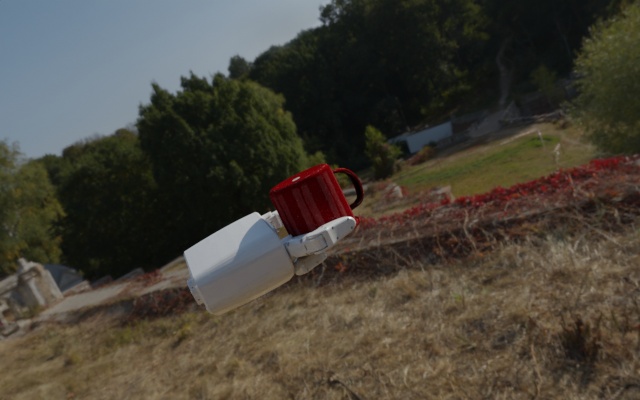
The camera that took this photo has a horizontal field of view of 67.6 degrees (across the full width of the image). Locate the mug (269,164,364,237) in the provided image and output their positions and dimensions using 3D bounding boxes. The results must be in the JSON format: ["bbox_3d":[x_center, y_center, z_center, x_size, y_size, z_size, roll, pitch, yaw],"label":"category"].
[{"bbox_3d":[0.001,0.001,0.584,0.117,0.081,0.093,-29,10,-16],"label":"mug"}]
